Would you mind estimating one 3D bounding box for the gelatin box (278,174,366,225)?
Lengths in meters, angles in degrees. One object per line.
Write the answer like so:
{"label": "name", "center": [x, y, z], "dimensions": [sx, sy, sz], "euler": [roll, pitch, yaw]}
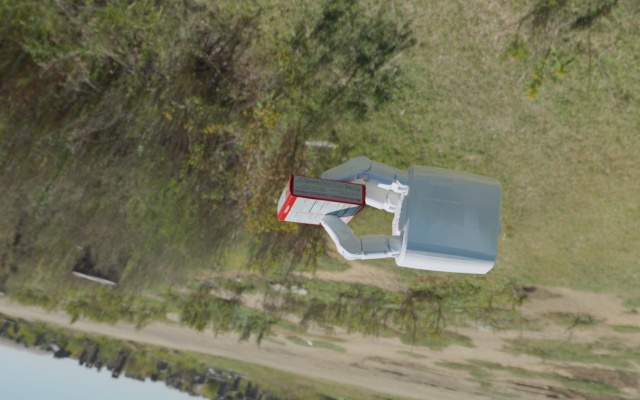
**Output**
{"label": "gelatin box", "center": [0.000, 0.002, 0.559], "dimensions": [0.089, 0.030, 0.073], "euler": [7, -25, -15]}
